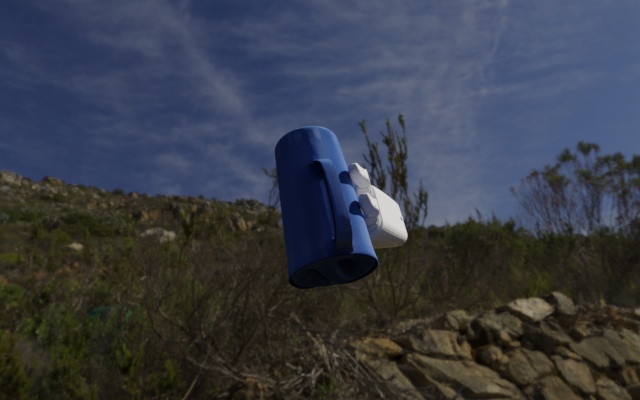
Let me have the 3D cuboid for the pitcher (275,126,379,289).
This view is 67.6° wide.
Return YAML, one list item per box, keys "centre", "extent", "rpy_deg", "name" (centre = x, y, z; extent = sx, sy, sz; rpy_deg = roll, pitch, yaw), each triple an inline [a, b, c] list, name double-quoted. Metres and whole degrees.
- centre: [0.000, 0.002, 0.739]
  extent: [0.149, 0.242, 0.145]
  rpy_deg: [-28, -31, 28]
  name: "pitcher"
